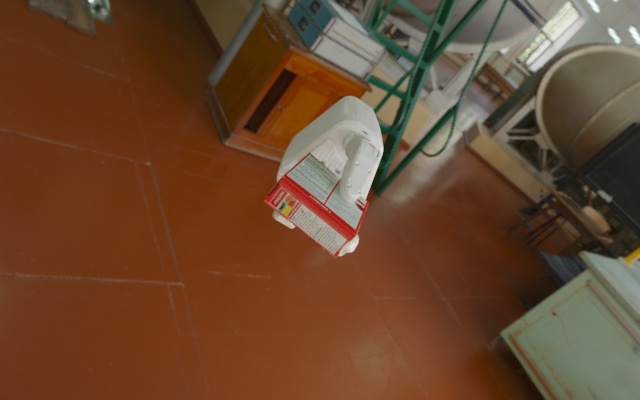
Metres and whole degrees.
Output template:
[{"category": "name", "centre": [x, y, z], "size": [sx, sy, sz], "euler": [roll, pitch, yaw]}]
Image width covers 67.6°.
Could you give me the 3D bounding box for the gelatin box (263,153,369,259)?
[{"category": "gelatin box", "centre": [0.000, 0.001, 0.404], "size": [0.073, 0.030, 0.089], "euler": [39, 21, -2]}]
